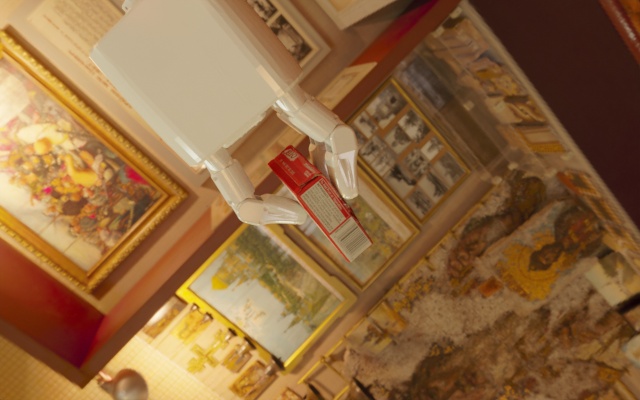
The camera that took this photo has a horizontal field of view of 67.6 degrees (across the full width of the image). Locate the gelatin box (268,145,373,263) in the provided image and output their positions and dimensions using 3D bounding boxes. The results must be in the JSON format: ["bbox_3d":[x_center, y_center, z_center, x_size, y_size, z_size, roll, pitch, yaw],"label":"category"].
[{"bbox_3d":[0.000,0.002,0.409,0.030,0.089,0.073,-39,33,-3],"label":"gelatin box"}]
